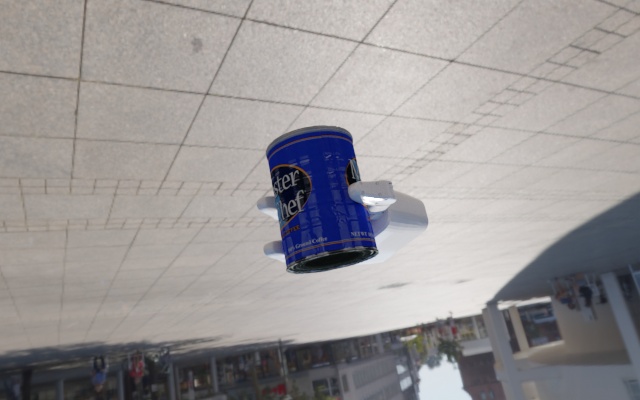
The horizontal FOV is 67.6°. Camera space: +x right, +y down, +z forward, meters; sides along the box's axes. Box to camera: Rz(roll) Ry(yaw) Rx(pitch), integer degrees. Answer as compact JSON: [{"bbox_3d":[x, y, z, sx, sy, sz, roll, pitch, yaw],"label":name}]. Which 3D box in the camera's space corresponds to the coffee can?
[{"bbox_3d":[0.000,0.002,0.535,0.103,0.140,0.103,-10,-17,-3],"label":"coffee can"}]
